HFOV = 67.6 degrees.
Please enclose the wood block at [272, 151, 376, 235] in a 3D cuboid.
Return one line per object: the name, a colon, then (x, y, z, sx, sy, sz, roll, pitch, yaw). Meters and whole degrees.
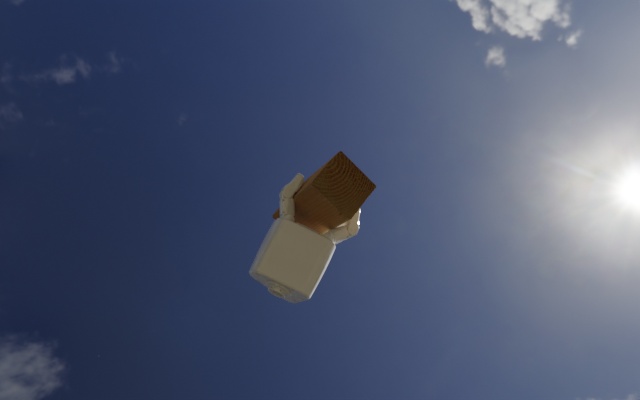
wood block: (0.000, 0.003, 0.881, 0.090, 0.091, 0.206, -50, 7, -29)
